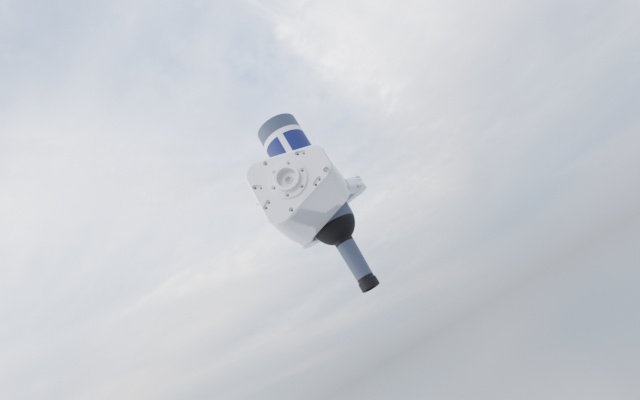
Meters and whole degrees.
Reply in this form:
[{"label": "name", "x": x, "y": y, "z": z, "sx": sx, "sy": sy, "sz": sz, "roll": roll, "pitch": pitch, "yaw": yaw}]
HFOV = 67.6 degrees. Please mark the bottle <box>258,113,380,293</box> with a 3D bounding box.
[{"label": "bottle", "x": 0.000, "y": 0.002, "z": 0.710, "sx": 0.069, "sy": 0.295, "sz": 0.069, "roll": -27, "pitch": -20, "yaw": -11}]
